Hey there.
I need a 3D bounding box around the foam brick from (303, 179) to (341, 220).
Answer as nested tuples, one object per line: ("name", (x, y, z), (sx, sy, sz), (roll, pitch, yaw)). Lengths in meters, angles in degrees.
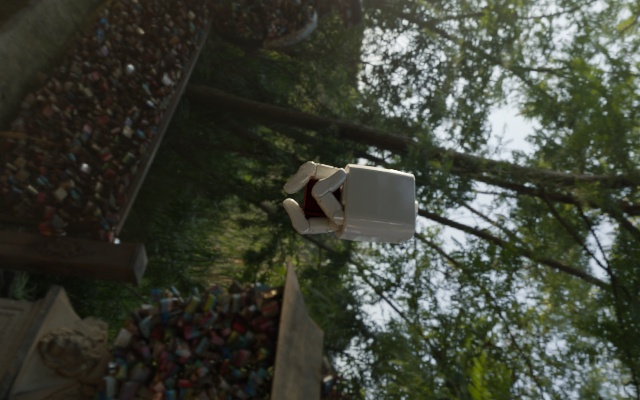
("foam brick", (0.000, 0.002, 0.758), (0.051, 0.053, 0.078), (7, -12, -4))
